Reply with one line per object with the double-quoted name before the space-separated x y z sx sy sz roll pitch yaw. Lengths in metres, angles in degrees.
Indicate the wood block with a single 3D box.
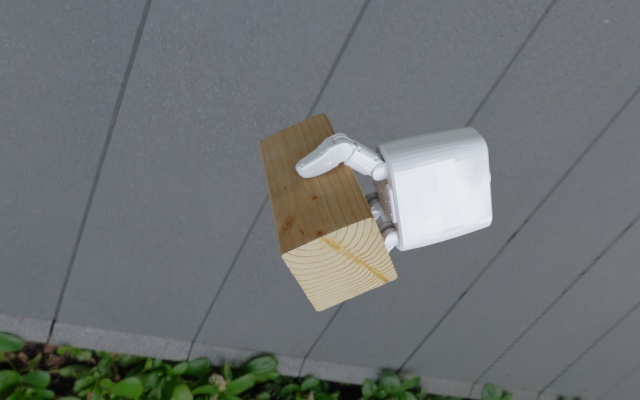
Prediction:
"wood block" 0.000 0.001 0.521 0.090 0.091 0.206 -23 38 3
